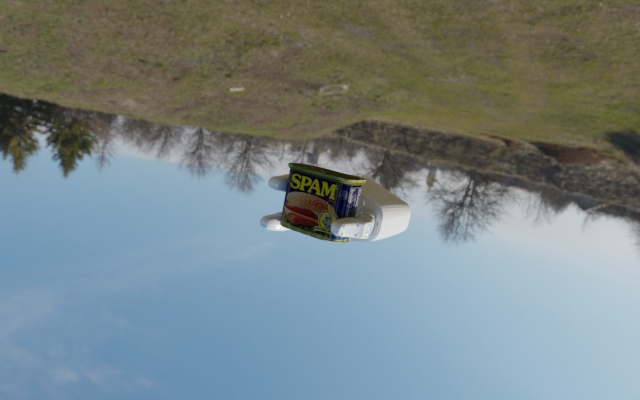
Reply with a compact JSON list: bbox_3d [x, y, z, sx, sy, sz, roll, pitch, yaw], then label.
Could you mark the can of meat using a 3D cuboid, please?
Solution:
[{"bbox_3d":[0.000,0.002,0.624,0.102,0.084,0.057,17,11,29],"label":"can of meat"}]
